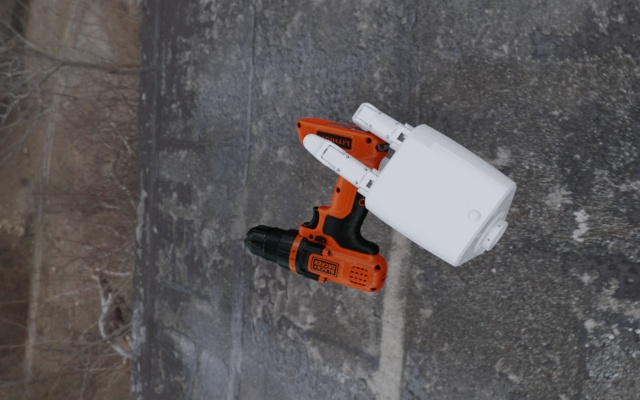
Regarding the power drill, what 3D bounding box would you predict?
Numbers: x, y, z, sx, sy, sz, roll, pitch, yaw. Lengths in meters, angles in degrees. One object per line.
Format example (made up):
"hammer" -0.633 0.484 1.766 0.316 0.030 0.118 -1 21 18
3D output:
"power drill" 0.000 0.001 0.560 0.184 0.188 0.057 14 17 19
